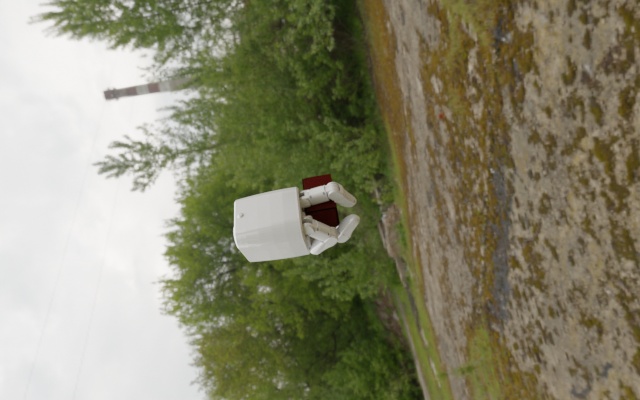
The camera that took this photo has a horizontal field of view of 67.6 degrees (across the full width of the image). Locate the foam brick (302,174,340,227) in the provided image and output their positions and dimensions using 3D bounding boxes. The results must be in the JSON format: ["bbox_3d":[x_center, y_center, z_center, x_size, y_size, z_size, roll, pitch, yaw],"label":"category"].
[{"bbox_3d":[0.000,0.002,0.805,0.051,0.078,0.053,-10,-41,2],"label":"foam brick"}]
